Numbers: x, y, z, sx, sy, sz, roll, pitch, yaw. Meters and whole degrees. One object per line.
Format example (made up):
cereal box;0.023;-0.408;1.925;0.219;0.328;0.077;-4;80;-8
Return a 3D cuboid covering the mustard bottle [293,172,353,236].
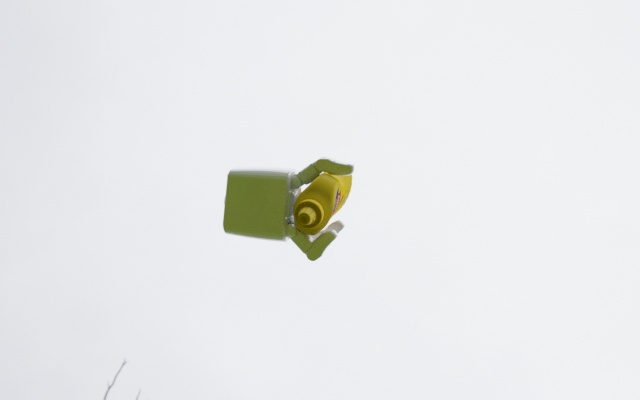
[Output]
mustard bottle;0.001;0.002;0.740;0.058;0.096;0.191;28;19;7
